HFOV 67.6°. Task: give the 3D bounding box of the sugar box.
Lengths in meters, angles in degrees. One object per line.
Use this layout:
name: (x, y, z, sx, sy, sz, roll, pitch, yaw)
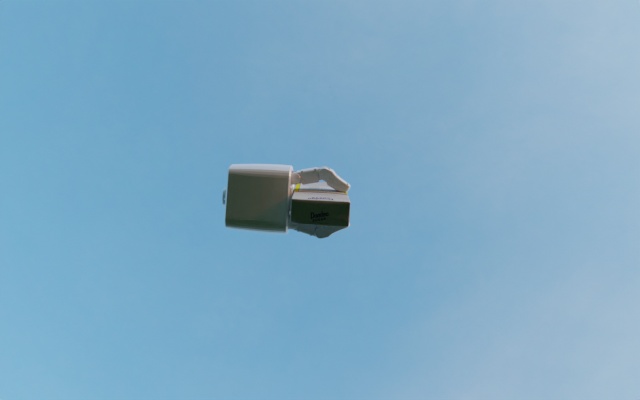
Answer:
sugar box: (0.000, 0.003, 0.810, 0.093, 0.048, 0.176, 3, 13, 0)
